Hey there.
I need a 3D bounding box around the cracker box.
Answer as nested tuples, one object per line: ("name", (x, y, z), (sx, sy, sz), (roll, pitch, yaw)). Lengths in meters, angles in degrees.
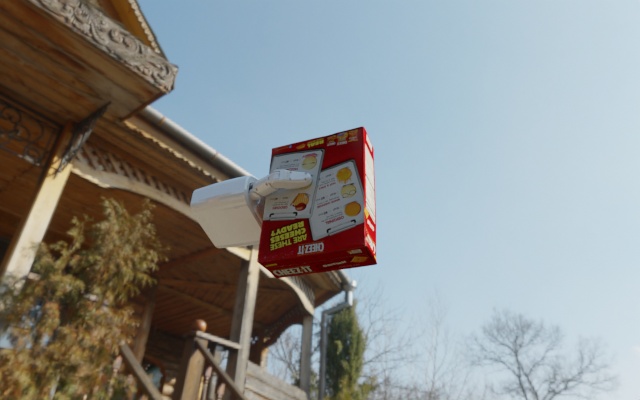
("cracker box", (0.000, 0.002, 0.733), (0.164, 0.213, 0.072), (-11, -35, 19))
